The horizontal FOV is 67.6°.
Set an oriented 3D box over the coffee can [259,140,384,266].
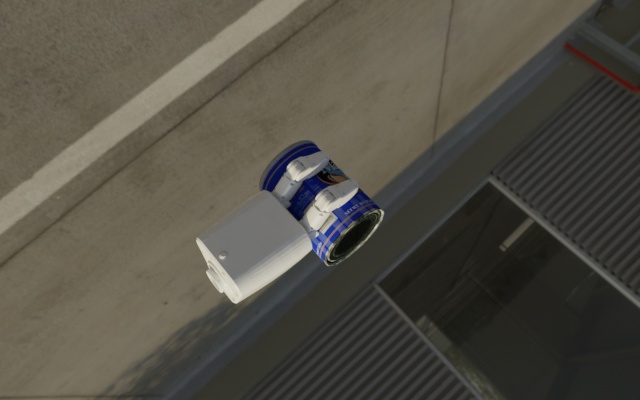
[{"bbox_3d":[0.000,0.002,0.642,0.140,0.103,0.103,46,20,21],"label":"coffee can"}]
